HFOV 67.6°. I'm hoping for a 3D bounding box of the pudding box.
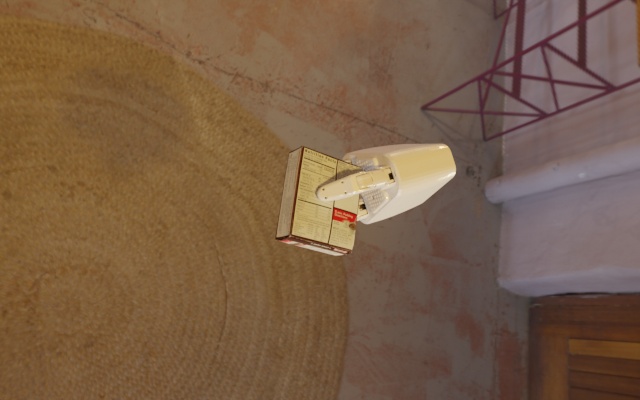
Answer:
[{"bbox_3d":[0.000,0.002,0.568,0.090,0.113,0.039,17,-21,-28],"label":"pudding box"}]
